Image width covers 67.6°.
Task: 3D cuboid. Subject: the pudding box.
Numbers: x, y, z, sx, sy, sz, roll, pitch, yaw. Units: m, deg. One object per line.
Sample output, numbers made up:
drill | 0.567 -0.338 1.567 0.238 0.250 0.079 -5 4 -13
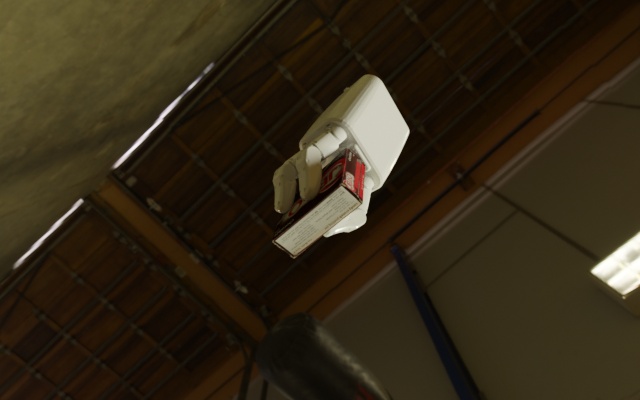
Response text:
pudding box | 0.000 0.002 0.548 0.113 0.039 0.090 -42 16 26
